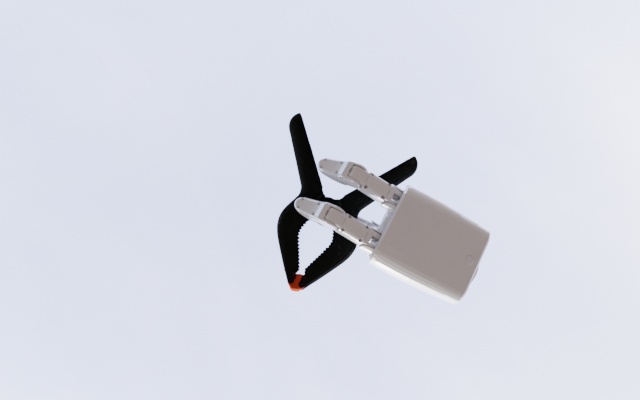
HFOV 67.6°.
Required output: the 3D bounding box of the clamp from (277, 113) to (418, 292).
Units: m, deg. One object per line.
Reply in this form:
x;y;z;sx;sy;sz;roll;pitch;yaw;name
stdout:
0.000;0.003;0.561;0.164;0.210;0.036;28;-16;7;clamp
